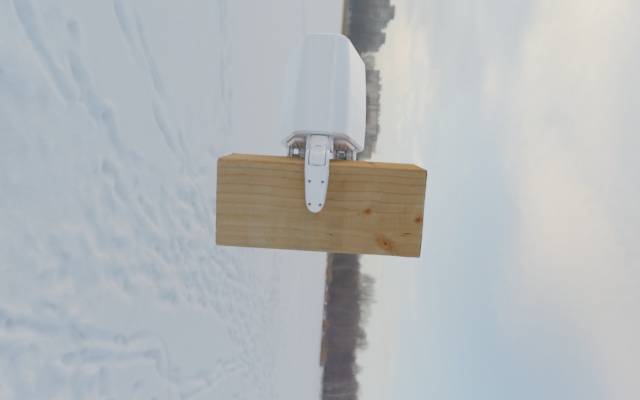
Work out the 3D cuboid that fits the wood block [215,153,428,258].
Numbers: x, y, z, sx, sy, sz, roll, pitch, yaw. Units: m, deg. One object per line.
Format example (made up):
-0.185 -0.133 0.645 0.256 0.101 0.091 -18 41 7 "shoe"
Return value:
0.000 0.001 0.512 0.206 0.090 0.091 3 9 1 "wood block"
